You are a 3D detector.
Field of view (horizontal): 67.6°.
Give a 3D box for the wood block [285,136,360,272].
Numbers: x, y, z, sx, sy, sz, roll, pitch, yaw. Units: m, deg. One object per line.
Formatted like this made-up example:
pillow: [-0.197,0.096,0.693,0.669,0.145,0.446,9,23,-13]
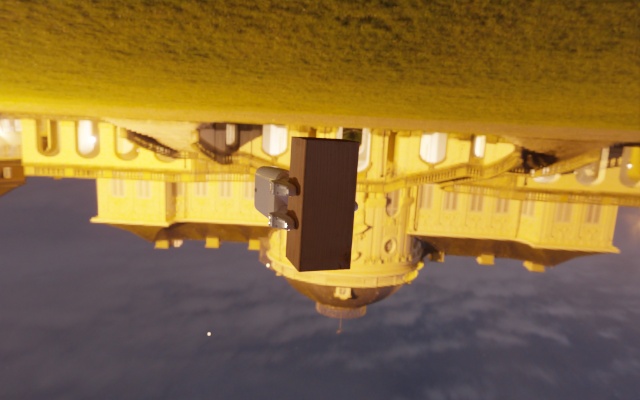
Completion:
wood block: [0.000,0.003,0.779,0.091,0.206,0.090,0,11,-19]
